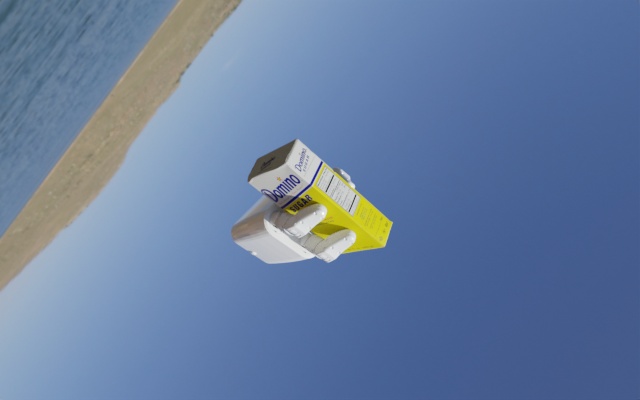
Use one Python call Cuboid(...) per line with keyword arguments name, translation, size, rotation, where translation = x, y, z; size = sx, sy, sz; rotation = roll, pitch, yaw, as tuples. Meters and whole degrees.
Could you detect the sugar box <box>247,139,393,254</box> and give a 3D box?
Cuboid(name="sugar box", translation=(0.000, 0.003, 0.611), size=(0.176, 0.048, 0.093), rotation=(37, -32, -26))
